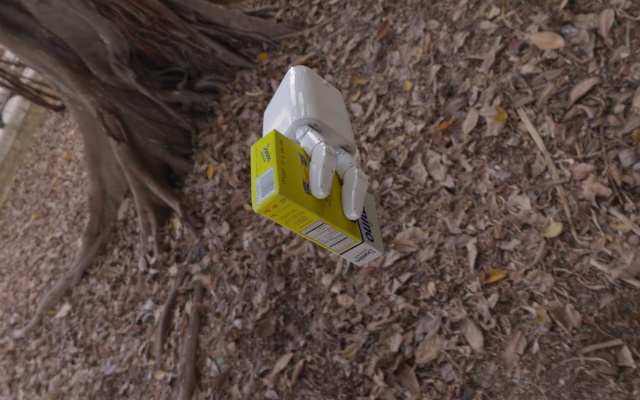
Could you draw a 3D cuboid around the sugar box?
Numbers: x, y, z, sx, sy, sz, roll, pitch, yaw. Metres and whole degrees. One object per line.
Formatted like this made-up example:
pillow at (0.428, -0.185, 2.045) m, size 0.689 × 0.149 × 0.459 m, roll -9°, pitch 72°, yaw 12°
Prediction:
sugar box at (0.000, 0.001, 0.545) m, size 0.048 × 0.093 × 0.176 m, roll -34°, pitch -44°, yaw 31°
